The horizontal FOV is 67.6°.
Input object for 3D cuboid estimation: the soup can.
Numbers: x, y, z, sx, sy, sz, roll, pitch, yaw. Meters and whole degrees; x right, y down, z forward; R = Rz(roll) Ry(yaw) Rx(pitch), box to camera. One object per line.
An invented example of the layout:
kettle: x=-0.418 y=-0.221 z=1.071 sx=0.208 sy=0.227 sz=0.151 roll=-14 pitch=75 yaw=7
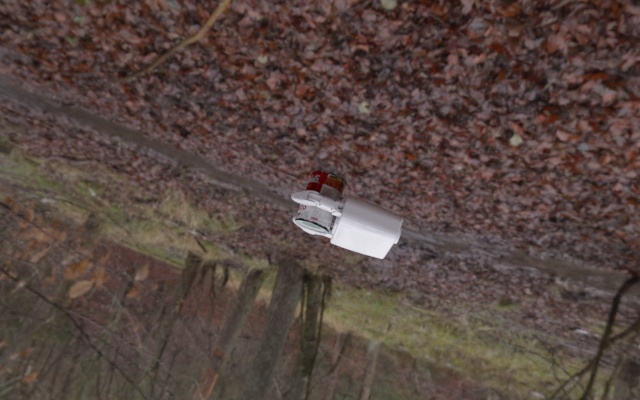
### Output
soup can: x=0.000 y=0.003 z=0.883 sx=0.068 sy=0.102 sz=0.068 roll=19 pitch=-15 yaw=5
